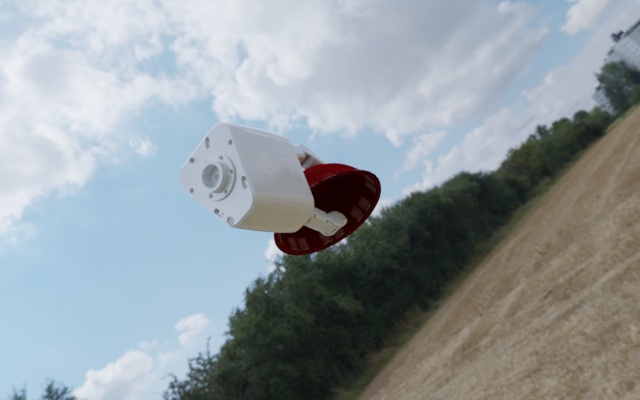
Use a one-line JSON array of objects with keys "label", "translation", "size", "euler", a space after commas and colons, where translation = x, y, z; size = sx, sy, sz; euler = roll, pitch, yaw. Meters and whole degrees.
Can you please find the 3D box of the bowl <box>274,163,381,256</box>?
[{"label": "bowl", "translation": [0.000, 0.002, 0.645], "size": [0.162, 0.055, 0.162], "euler": [-23, -34, -17]}]
